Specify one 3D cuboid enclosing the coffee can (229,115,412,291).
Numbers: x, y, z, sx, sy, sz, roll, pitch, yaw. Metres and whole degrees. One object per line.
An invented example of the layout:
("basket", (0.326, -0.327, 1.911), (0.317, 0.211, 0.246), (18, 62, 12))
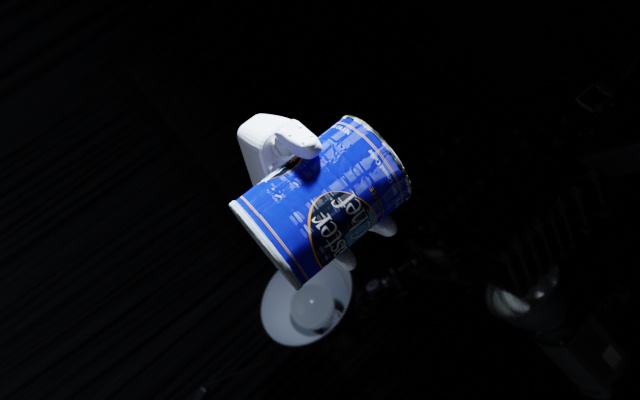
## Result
("coffee can", (0.000, 0.002, 0.455), (0.140, 0.103, 0.103), (-38, 8, -10))
